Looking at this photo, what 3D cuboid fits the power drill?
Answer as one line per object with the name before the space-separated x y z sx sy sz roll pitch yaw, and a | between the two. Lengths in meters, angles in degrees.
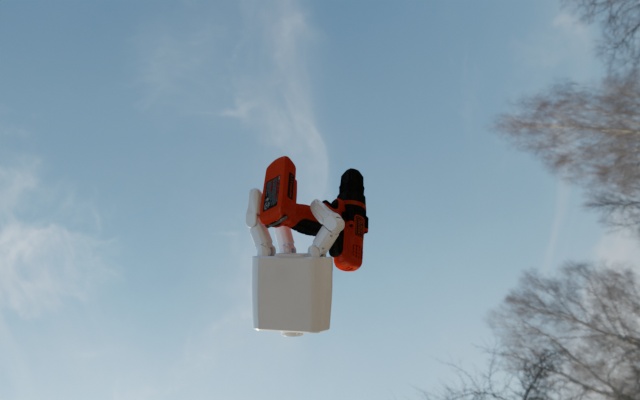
power drill | 0.000 0.003 0.750 0.188 0.184 0.057 25 -37 -33
